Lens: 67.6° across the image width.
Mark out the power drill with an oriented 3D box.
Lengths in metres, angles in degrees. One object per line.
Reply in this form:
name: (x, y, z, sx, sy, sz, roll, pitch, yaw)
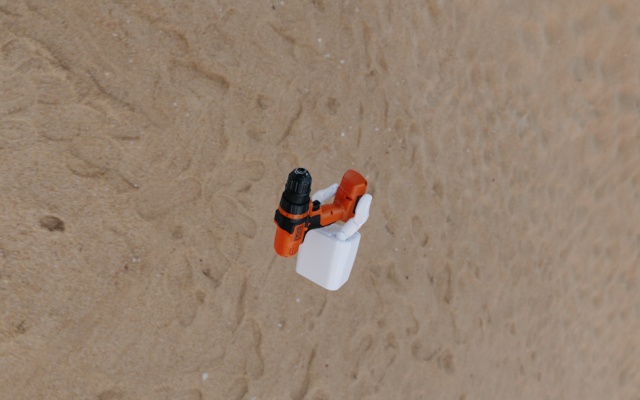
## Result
power drill: (0.000, 0.003, 0.867, 0.187, 0.185, 0.057, -20, 50, -38)
